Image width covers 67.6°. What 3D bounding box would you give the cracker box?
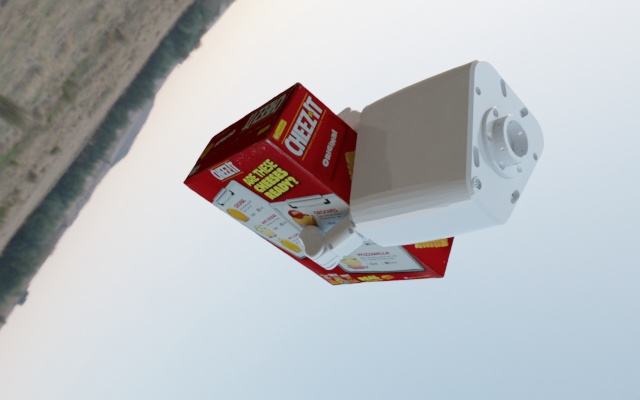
[{"bbox_3d":[0.000,0.002,0.464,0.214,0.072,0.164,38,-31,-26],"label":"cracker box"}]
